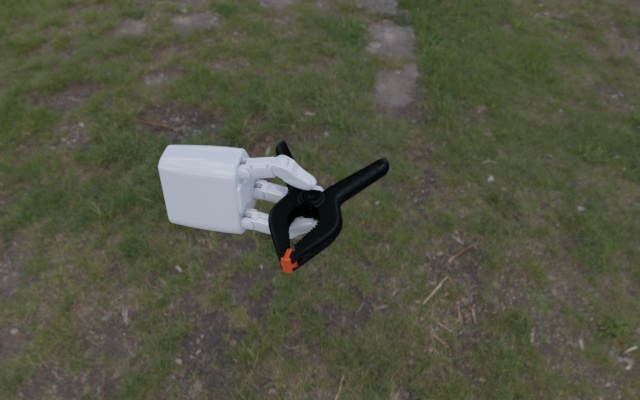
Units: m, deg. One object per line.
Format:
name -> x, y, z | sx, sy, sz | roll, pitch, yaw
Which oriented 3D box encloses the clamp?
clamp -> 0.000, 0.002, 0.620 | 0.164, 0.209, 0.036 | 5, -41, 10
